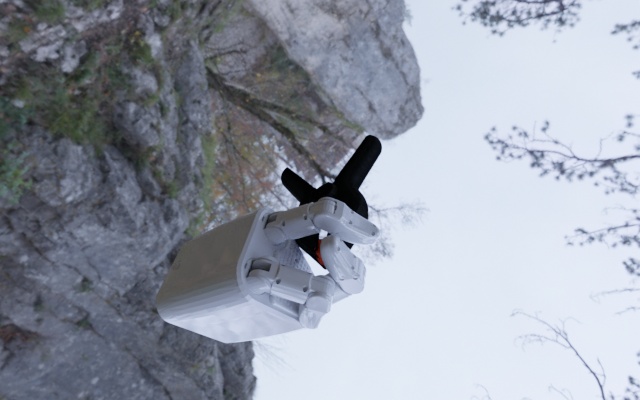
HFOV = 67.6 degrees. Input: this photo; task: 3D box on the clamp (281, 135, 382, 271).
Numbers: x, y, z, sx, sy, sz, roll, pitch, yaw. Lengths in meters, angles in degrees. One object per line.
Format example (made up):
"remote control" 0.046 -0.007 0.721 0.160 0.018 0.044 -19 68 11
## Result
"clamp" 0.000 0.002 0.484 0.120 0.039 0.171 -20 33 28
